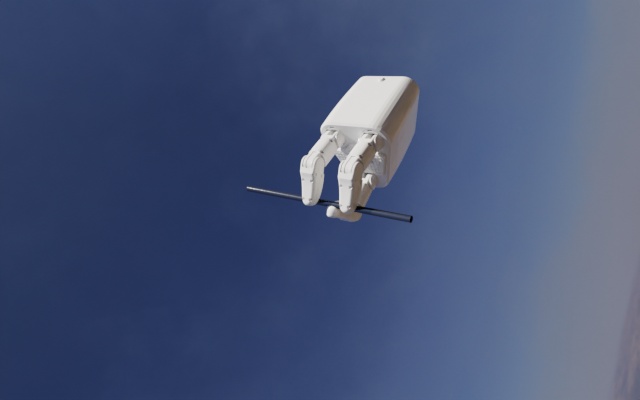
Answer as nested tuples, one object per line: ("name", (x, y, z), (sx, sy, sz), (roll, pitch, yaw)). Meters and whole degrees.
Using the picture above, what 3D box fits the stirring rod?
("stirring rod", (0.000, 0.002, 0.582), (0.239, 0.011, 0.011), (11, 6, 34))
